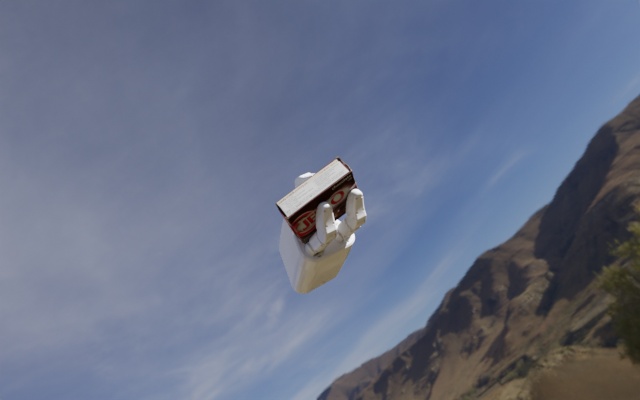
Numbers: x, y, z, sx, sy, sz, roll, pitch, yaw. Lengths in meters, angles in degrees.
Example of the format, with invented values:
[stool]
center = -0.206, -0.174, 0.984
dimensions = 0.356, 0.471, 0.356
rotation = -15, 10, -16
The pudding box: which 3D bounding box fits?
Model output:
[pudding box]
center = 0.000, 0.002, 0.684
dimensions = 0.113, 0.039, 0.090
rotation = -39, -29, -7
